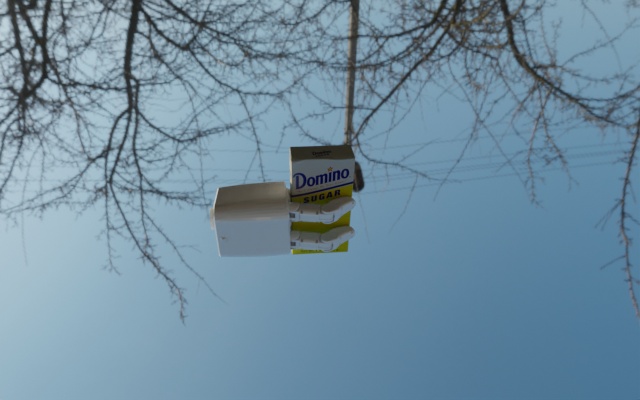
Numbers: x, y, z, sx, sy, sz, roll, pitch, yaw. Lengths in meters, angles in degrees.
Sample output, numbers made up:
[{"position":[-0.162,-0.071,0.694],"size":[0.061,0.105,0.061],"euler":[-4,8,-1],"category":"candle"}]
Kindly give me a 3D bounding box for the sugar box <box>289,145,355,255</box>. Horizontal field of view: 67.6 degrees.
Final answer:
[{"position":[0.000,0.003,0.727],"size":[0.093,0.176,0.048],"euler":[-3,38,-6],"category":"sugar box"}]
